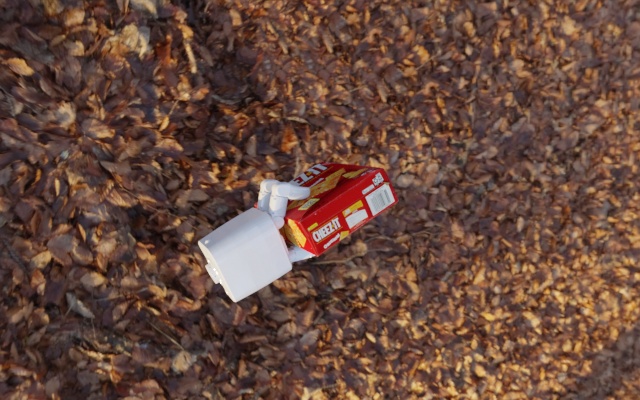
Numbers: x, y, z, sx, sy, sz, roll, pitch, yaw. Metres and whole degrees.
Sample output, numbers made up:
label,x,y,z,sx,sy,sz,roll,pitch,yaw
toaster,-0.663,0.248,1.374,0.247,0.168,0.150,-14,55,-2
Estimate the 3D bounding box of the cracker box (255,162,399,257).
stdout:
label,x,y,z,sx,sy,sz,roll,pitch,yaw
cracker box,0.000,0.003,0.803,0.164,0.072,0.213,-33,20,-19
